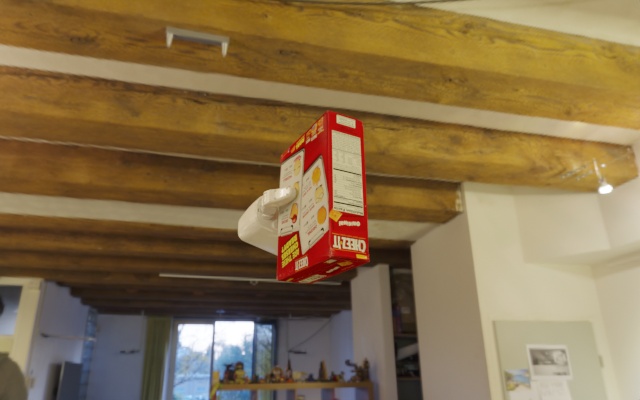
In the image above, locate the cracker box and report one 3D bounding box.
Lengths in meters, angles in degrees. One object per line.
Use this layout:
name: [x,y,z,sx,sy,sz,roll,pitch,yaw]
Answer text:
cracker box: [0.000,0.002,0.708,0.072,0.213,0.164,10,-23,-27]
